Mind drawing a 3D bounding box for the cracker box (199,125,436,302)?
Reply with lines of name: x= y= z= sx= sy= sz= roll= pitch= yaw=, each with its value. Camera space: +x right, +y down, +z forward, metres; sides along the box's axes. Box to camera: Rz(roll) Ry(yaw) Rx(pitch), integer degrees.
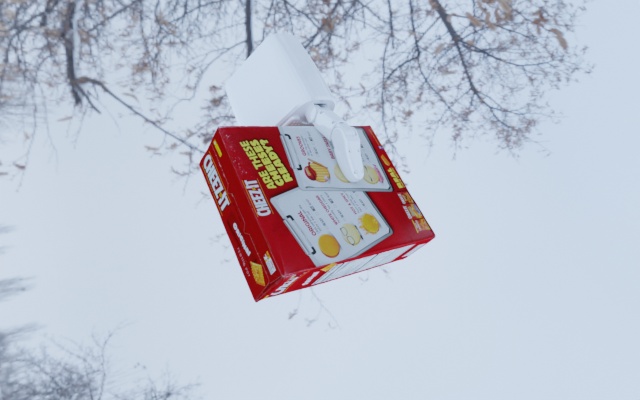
cracker box: x=0.000 y=0.002 z=0.516 sx=0.213 sy=0.164 sz=0.072 roll=-9 pitch=-27 yaw=-39
